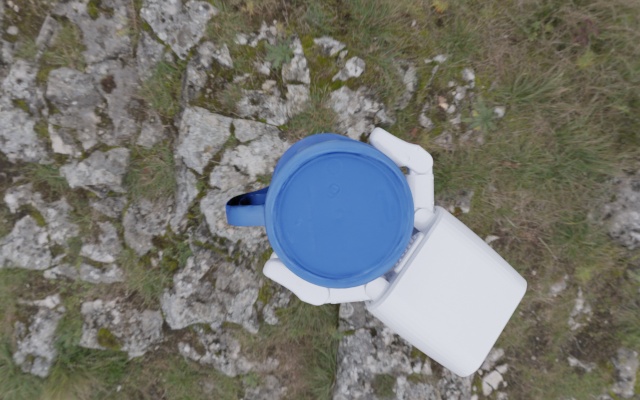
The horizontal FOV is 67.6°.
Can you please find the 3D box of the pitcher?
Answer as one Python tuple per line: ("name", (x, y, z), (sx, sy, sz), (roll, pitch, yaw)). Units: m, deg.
("pitcher", (0.000, 0.002, 0.449), (0.145, 0.149, 0.243), (38, 4, -4))
